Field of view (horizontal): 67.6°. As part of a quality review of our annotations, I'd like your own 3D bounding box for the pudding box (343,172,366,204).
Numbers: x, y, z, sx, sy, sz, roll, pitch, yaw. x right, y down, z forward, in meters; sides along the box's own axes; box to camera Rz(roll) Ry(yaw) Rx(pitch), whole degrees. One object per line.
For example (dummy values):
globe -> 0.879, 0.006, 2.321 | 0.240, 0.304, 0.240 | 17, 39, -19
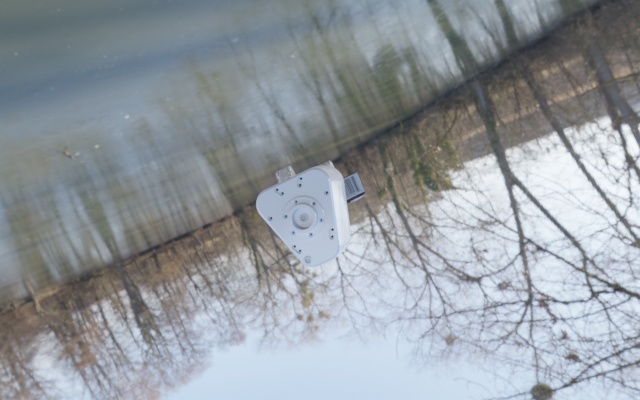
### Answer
pudding box -> 0.000, 0.002, 0.713 | 0.113, 0.039, 0.090 | -23, -1, -19
